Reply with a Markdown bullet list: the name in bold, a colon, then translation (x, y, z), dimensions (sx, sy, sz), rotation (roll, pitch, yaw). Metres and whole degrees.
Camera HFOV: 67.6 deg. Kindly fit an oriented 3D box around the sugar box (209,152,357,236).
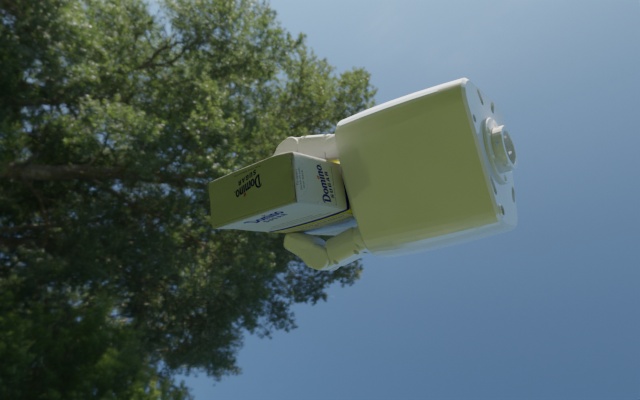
- **sugar box**: translation (0.000, 0.001, 0.423), dimensions (0.093, 0.048, 0.176), rotation (-17, -18, 35)
